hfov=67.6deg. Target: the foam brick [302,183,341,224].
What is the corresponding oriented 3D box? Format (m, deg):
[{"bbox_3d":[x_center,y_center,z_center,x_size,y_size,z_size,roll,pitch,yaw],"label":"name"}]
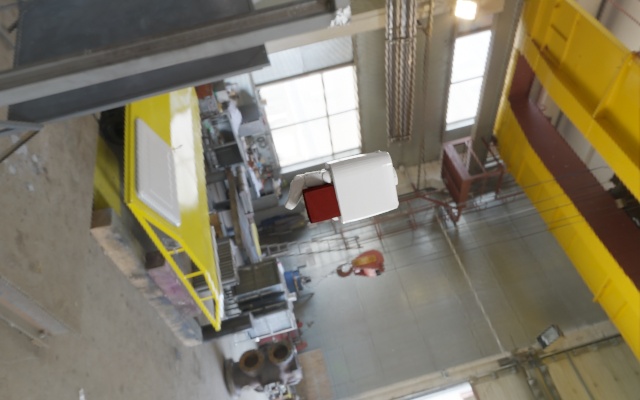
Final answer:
[{"bbox_3d":[0.000,0.003,0.792,0.051,0.053,0.078,-13,7,-3],"label":"foam brick"}]
